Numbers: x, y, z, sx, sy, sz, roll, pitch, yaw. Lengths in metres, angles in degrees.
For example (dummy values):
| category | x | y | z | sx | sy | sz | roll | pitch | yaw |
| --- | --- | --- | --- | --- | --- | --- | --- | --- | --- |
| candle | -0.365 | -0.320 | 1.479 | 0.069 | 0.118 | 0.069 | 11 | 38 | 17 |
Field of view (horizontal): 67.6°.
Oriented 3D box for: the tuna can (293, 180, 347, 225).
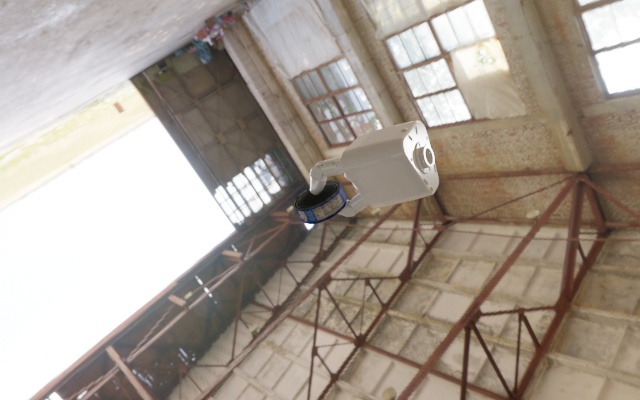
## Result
| category | x | y | z | sx | sy | sz | roll | pitch | yaw |
| --- | --- | --- | --- | --- | --- | --- | --- | --- | --- |
| tuna can | 0.000 | 0.003 | 0.795 | 0.086 | 0.034 | 0.086 | -23 | 23 | 10 |
